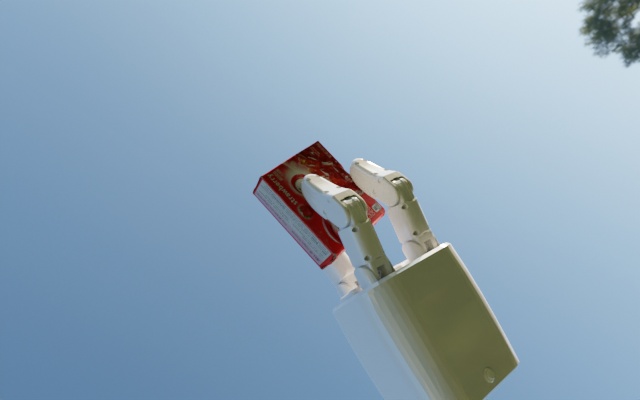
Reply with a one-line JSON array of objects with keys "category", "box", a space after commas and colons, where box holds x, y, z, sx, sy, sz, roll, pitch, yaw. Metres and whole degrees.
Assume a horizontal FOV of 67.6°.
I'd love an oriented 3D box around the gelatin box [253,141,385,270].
[{"category": "gelatin box", "box": [0.000, 0.001, 0.402, 0.073, 0.089, 0.030, -37, -9, -39]}]
